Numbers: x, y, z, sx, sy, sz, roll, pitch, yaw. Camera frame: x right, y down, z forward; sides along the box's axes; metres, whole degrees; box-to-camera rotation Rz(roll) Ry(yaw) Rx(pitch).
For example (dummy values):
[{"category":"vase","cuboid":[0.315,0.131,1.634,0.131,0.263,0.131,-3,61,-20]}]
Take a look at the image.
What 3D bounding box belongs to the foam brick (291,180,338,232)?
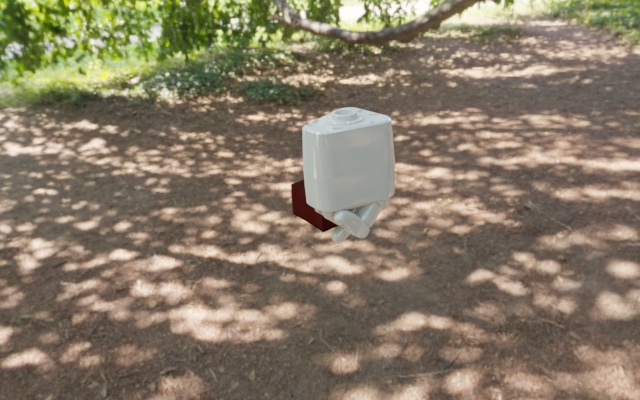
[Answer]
[{"category":"foam brick","cuboid":[0.000,0.002,0.695,0.053,0.051,0.078,-22,31,-31]}]
